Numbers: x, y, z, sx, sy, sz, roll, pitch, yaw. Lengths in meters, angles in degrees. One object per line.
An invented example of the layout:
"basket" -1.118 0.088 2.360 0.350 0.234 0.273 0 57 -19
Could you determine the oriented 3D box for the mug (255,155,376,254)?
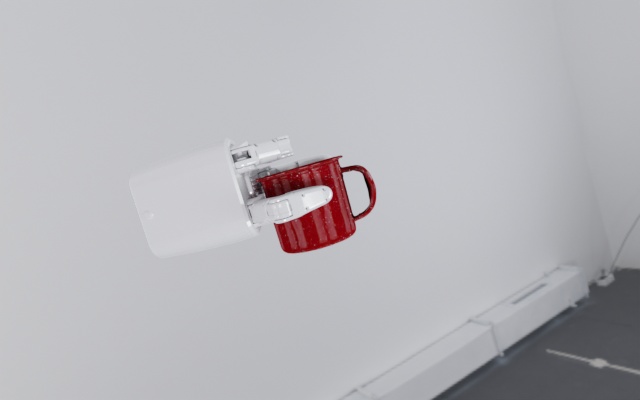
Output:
"mug" 0.002 0.001 0.490 0.117 0.081 0.093 -15 5 9
